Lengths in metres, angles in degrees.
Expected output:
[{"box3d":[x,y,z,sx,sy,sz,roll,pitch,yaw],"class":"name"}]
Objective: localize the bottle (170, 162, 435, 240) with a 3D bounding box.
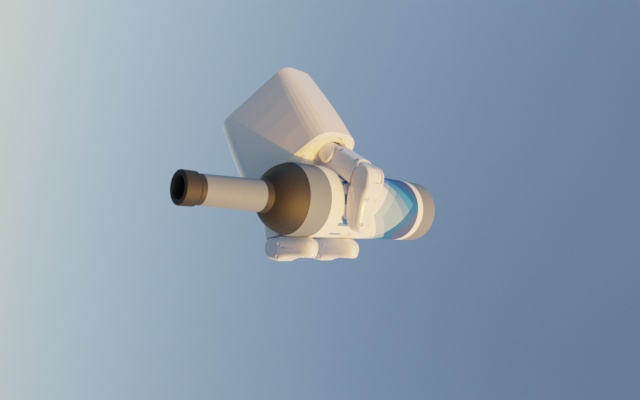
[{"box3d":[0.000,0.002,0.453,0.296,0.069,0.069,6,-4,-44],"class":"bottle"}]
